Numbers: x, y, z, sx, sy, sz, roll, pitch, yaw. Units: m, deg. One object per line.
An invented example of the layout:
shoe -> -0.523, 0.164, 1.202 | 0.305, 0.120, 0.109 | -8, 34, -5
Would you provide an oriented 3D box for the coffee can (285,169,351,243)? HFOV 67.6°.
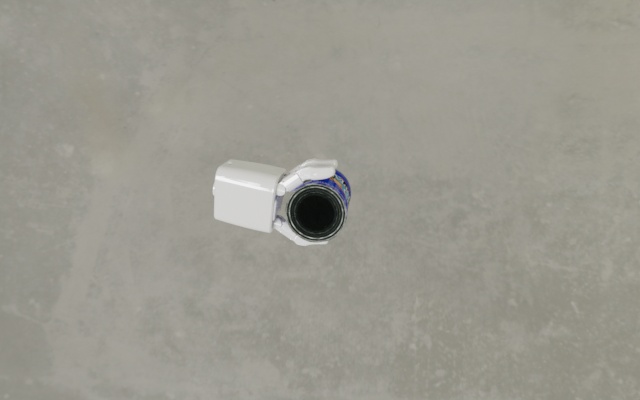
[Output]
coffee can -> 0.000, 0.003, 0.849 | 0.103, 0.103, 0.140 | 0, 16, 7
